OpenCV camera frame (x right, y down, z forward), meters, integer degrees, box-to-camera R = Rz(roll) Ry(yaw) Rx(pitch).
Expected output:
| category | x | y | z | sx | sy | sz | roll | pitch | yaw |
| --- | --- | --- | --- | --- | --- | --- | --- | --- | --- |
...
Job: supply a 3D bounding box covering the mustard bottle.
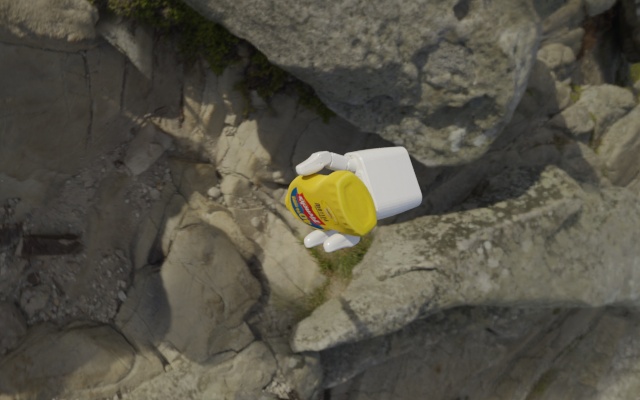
| category | x | y | z | sx | sy | sz | roll | pitch | yaw |
| --- | --- | --- | --- | --- | --- | --- | --- | --- | --- |
| mustard bottle | 0.000 | 0.003 | 0.739 | 0.058 | 0.096 | 0.191 | -40 | 22 | -26 |
